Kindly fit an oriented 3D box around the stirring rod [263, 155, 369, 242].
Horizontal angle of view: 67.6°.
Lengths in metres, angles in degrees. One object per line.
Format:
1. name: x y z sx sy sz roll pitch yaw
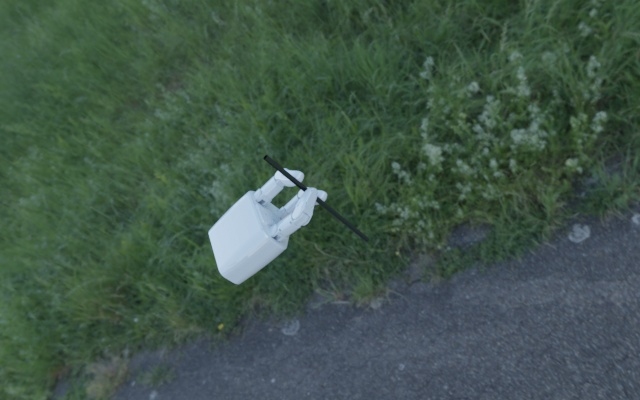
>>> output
1. stirring rod: 0.000 0.003 0.751 0.240 0.011 0.011 39 -23 -31
